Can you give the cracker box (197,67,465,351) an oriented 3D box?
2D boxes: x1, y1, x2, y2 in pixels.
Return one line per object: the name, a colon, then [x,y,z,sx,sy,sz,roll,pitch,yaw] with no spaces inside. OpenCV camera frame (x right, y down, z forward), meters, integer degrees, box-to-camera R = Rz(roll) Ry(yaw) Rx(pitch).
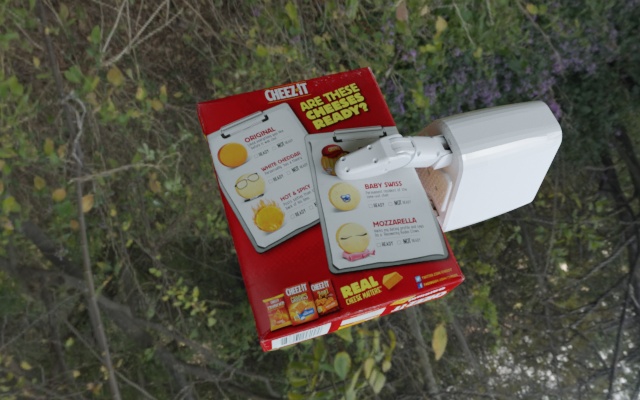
cracker box: [0.000,0.001,0.415,0.164,0.213,0.072,-15,-23,-12]
